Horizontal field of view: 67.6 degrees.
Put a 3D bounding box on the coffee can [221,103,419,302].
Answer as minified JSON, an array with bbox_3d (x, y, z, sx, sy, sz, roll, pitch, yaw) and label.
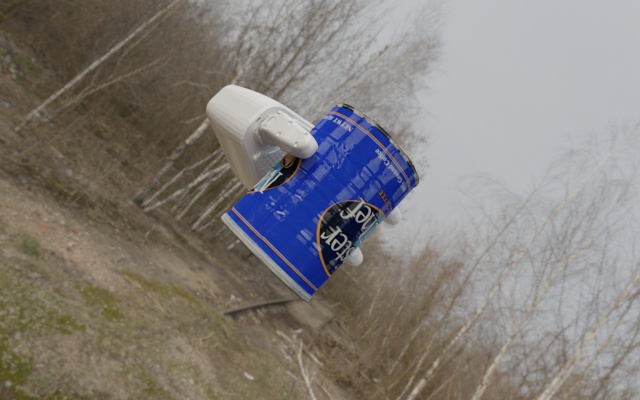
[{"bbox_3d":[0.000,0.001,0.414,0.103,0.140,0.103,44,-7,7],"label":"coffee can"}]
